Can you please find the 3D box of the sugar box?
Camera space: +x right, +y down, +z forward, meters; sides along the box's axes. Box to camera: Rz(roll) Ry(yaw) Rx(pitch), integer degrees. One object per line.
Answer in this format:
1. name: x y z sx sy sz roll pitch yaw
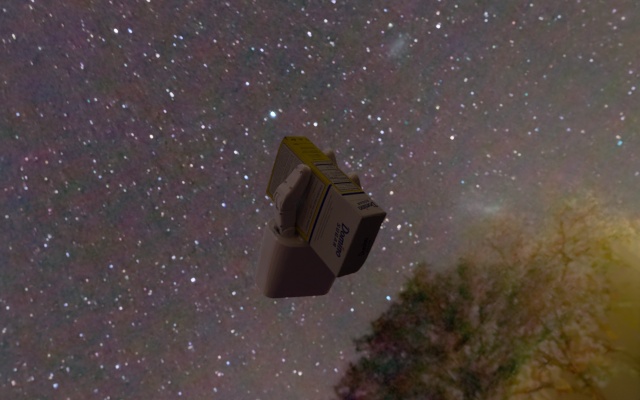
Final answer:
1. sugar box: 0.000 0.002 0.597 0.048 0.093 0.176 -9 42 -39
